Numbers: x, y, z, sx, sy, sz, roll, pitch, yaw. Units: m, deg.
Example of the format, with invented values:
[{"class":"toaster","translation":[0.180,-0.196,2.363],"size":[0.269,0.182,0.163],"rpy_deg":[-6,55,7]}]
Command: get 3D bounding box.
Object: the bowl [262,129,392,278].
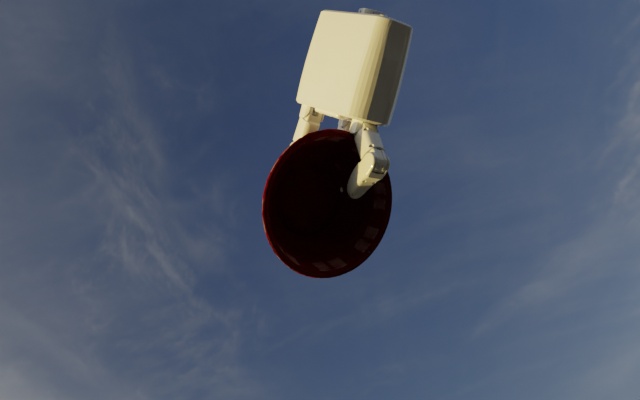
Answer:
[{"class":"bowl","translation":[-0.001,0.003,0.532],"size":[0.162,0.162,0.055],"rpy_deg":[0,7,-30]}]
